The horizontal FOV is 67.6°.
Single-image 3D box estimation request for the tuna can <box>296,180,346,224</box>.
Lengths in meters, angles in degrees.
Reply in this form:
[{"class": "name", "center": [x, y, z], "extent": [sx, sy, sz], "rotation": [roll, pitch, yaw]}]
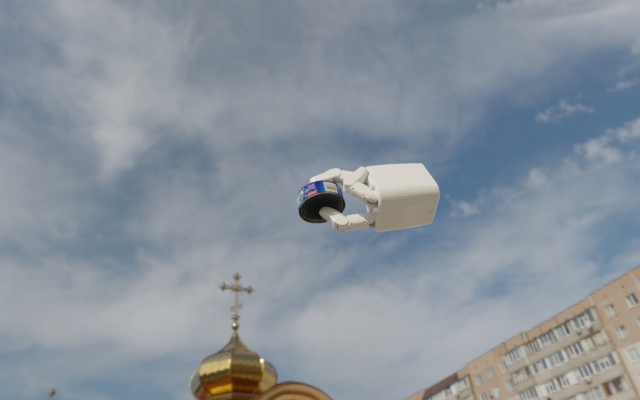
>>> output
[{"class": "tuna can", "center": [0.000, 0.002, 0.862], "extent": [0.086, 0.033, 0.086], "rotation": [-9, -39, -7]}]
